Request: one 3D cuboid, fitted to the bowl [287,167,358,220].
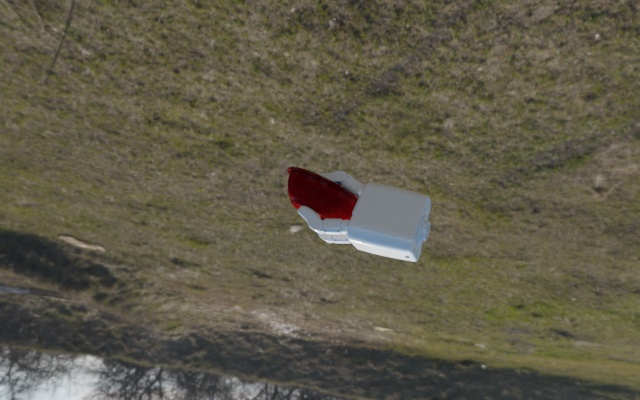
[{"bbox_3d":[-0.001,0.003,0.859,0.162,0.055,0.162,27,-10,5],"label":"bowl"}]
